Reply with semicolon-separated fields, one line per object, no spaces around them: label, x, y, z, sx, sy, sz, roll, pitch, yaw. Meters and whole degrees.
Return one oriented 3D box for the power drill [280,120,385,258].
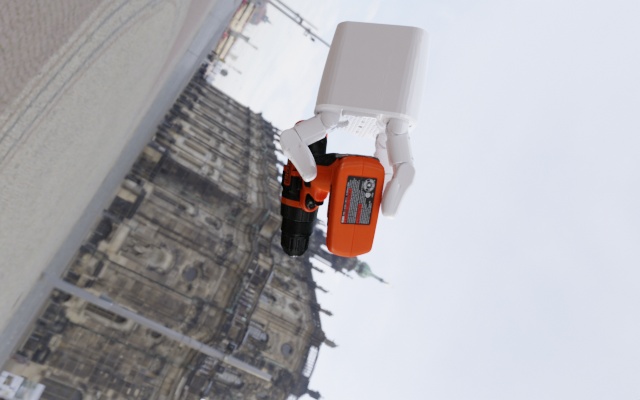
power drill;0.000;0.002;0.569;0.057;0.184;0.187;1;13;-24
